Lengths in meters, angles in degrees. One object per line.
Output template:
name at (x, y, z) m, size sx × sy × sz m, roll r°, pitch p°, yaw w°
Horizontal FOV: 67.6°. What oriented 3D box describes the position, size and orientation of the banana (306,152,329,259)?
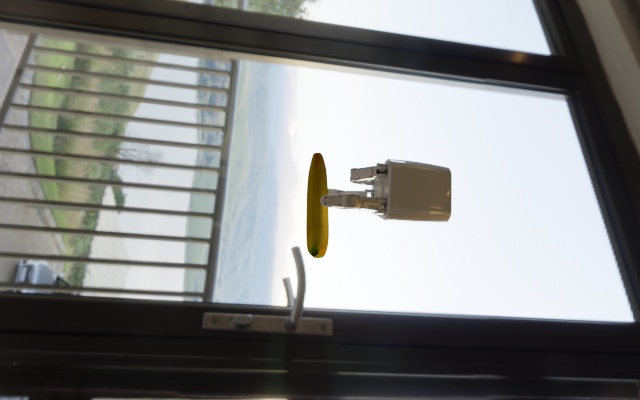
banana at (-0.003, 0.016, 0.759) m, size 0.037 × 0.197 × 0.070 m, roll 5°, pitch -36°, yaw -8°
